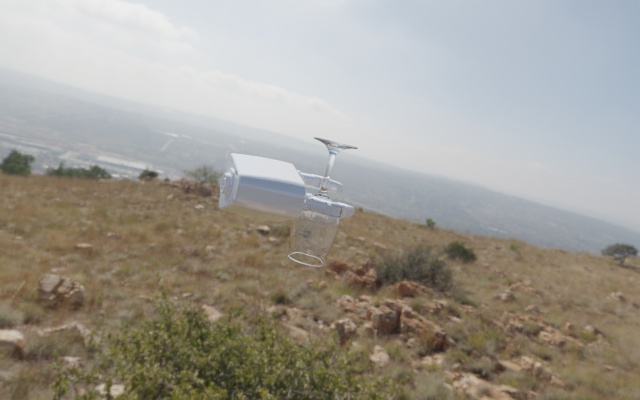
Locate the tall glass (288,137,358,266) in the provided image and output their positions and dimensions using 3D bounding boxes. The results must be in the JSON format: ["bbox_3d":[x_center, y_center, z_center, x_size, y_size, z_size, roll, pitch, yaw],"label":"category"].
[{"bbox_3d":[0.000,0.002,0.779,0.079,0.201,0.079,14,6,-2],"label":"tall glass"}]
